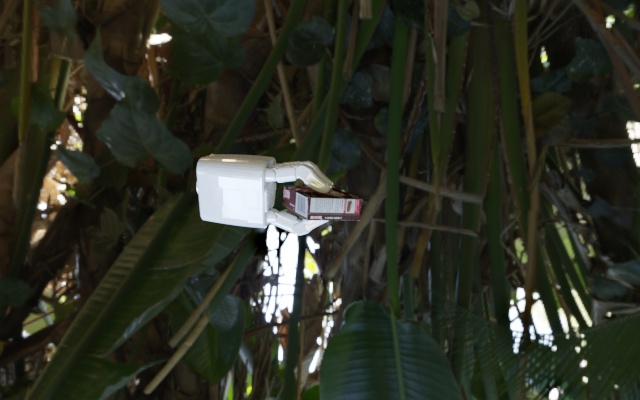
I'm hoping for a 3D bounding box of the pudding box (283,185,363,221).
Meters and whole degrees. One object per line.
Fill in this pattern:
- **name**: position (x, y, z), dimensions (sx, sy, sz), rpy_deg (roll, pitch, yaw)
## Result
- **pudding box**: position (0.000, 0.003, 0.743), dimensions (0.090, 0.039, 0.113), rpy_deg (1, 12, -23)
